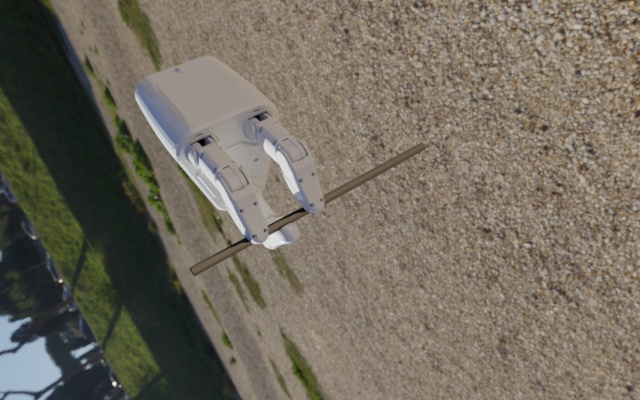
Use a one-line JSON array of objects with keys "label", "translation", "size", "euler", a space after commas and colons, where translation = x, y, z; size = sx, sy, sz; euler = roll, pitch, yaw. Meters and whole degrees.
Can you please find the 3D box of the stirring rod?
[{"label": "stirring rod", "translation": [0.000, 0.001, 0.408], "size": [0.239, 0.011, 0.011], "euler": [-29, 12, -23]}]
